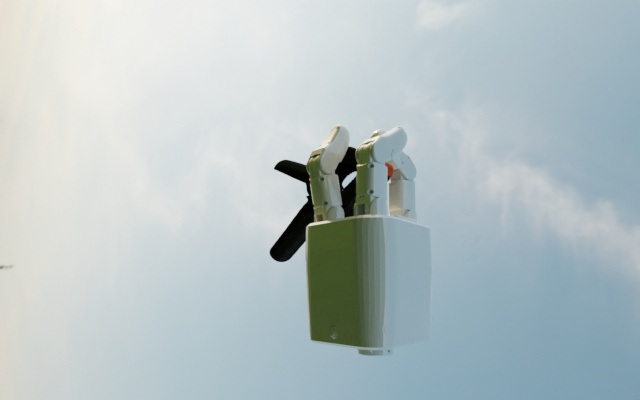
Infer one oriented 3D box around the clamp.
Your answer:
[{"bbox_3d":[0.001,0.002,0.492,0.039,0.120,0.171,10,-14,-37],"label":"clamp"}]
